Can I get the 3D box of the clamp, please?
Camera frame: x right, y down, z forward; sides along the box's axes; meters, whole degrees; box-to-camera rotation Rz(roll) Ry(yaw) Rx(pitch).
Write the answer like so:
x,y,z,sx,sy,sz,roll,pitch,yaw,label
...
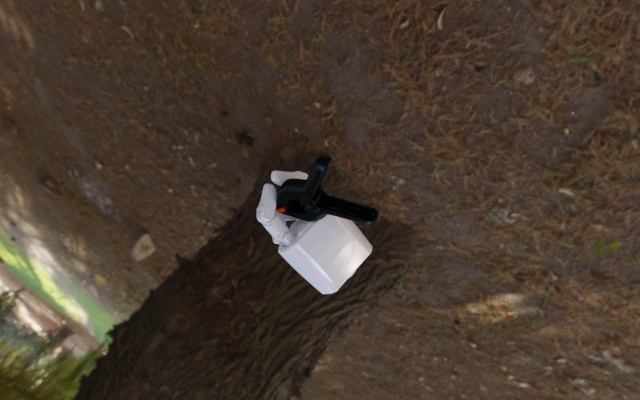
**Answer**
x,y,z,sx,sy,sz,roll,pitch,yaw,label
0.000,0.003,0.683,0.039,0.120,0.171,-51,16,-30,clamp
